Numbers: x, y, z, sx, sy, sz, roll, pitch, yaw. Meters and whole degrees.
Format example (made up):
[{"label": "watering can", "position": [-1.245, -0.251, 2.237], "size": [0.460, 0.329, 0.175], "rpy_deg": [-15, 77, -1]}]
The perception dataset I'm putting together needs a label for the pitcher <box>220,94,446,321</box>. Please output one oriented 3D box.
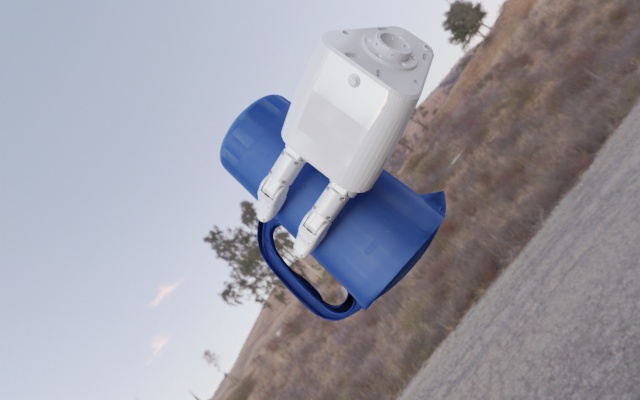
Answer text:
[{"label": "pitcher", "position": [0.000, 0.002, 0.529], "size": [0.243, 0.145, 0.149], "rpy_deg": [40, 45, 13]}]
